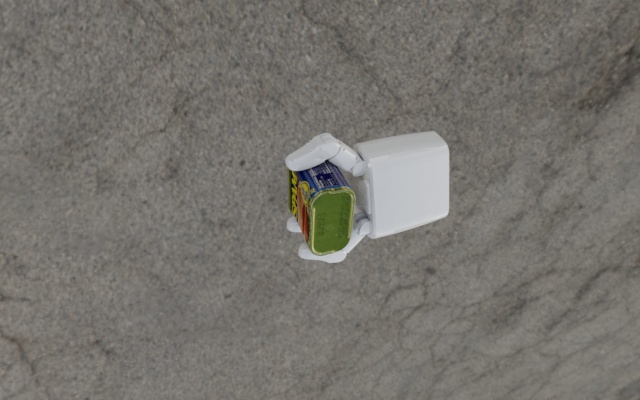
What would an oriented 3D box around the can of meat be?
[{"bbox_3d":[0.000,0.002,0.562,0.057,0.102,0.084,-11,41,-16],"label":"can of meat"}]
